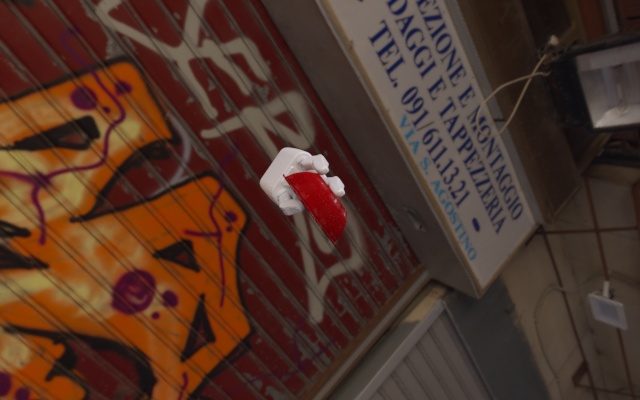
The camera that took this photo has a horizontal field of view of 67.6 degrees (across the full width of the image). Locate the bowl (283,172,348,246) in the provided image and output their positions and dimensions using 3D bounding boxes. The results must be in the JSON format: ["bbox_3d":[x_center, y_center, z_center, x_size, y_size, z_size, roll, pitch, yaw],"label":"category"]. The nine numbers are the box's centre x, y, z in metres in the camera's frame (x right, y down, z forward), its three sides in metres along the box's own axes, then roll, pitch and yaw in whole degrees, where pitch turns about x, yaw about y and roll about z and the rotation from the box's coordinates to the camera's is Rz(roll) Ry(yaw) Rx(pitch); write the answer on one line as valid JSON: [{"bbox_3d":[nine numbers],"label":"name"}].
[{"bbox_3d":[0.001,0.003,0.861,0.055,0.162,0.162,-36,0,-1],"label":"bowl"}]
